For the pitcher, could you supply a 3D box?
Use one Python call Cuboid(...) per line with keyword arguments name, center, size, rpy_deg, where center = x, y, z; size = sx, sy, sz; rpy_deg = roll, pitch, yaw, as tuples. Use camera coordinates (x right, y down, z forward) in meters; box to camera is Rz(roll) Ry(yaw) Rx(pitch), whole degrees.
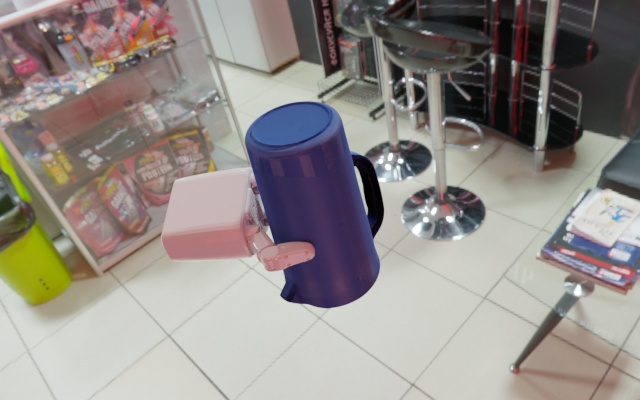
Cuboid(name="pitcher", center=(0.000, 0.002, 0.588), size=(0.145, 0.243, 0.149), rpy_deg=(-6, 39, 10))
